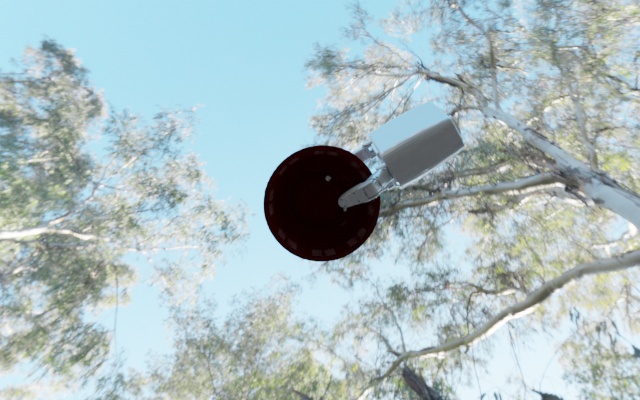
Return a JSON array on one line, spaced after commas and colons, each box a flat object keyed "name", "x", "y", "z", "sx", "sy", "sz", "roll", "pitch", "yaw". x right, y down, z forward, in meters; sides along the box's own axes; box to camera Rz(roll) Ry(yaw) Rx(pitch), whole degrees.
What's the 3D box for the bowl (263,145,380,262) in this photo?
[{"name": "bowl", "x": -0.001, "y": 0.003, "z": 0.677, "sx": 0.162, "sy": 0.162, "sz": 0.055, "roll": 0, "pitch": 8, "yaw": -7}]
